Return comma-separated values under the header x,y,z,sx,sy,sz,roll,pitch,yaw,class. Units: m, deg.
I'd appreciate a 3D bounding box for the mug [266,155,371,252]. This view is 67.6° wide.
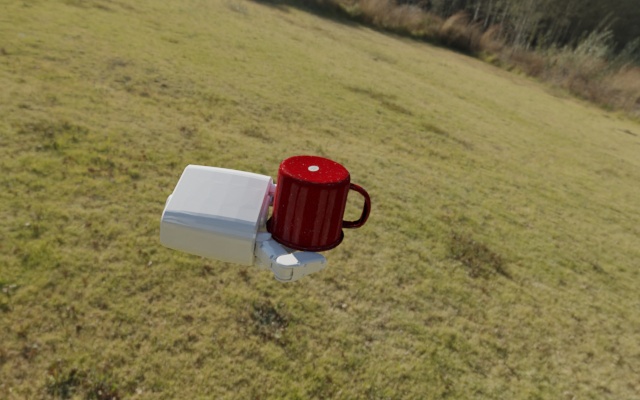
x,y,z,sx,sy,sz,roll,pitch,yaw,class
0.002,0.002,0.545,0.117,0.081,0.093,9,27,-2,mug
